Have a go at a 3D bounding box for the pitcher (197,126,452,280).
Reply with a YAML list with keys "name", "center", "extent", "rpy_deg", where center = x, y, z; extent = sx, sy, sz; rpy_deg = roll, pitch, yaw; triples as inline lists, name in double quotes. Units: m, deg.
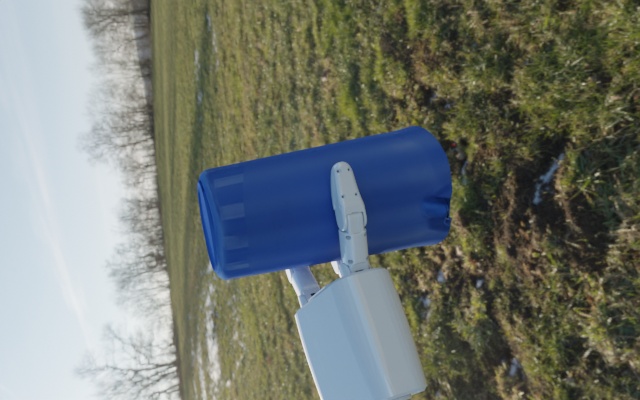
- name: "pitcher"
  center: [0.000, 0.002, 0.503]
  extent: [0.243, 0.145, 0.149]
  rpy_deg: [-10, -25, -18]
